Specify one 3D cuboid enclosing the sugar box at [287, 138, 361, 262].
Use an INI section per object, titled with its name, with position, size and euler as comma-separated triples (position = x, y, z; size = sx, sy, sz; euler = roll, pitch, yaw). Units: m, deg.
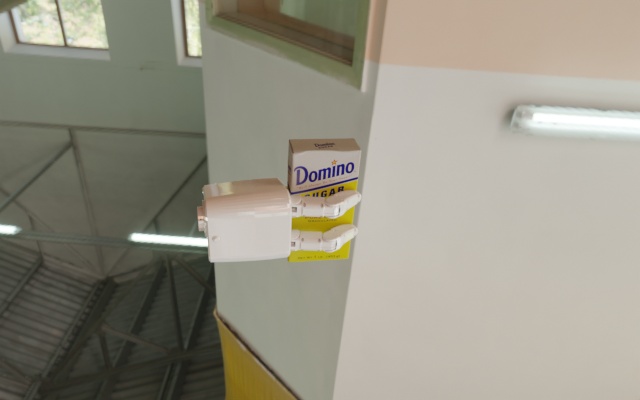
[sugar box]
position = 0.000, 0.003, 0.665
size = 0.093, 0.176, 0.048
euler = -3, 33, -11
